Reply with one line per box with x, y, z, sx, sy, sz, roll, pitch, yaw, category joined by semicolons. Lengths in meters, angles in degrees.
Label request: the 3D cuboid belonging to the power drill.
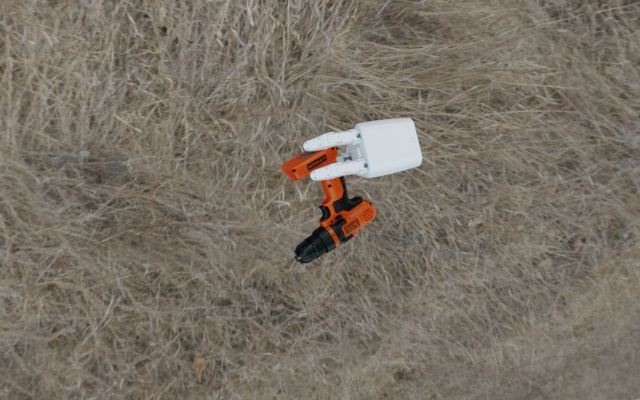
0.000;0.002;0.881;0.184;0.188;0.057;-34;25;-21;power drill
